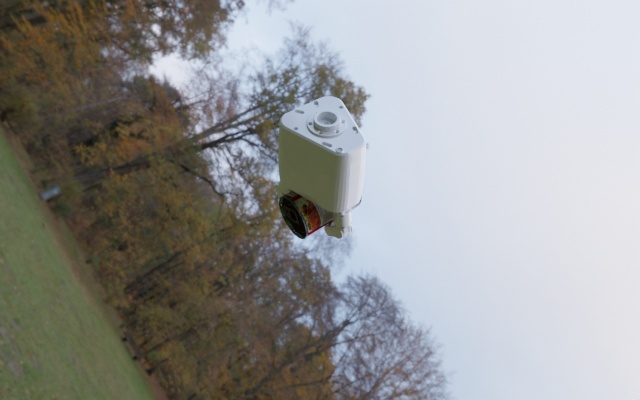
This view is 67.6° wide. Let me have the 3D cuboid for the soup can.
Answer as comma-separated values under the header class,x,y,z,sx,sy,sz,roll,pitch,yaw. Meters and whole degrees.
class,x,y,z,sx,sy,sz,roll,pitch,yaw
soup can,0.000,0.003,0.693,0.102,0.068,0.068,-29,13,-24
